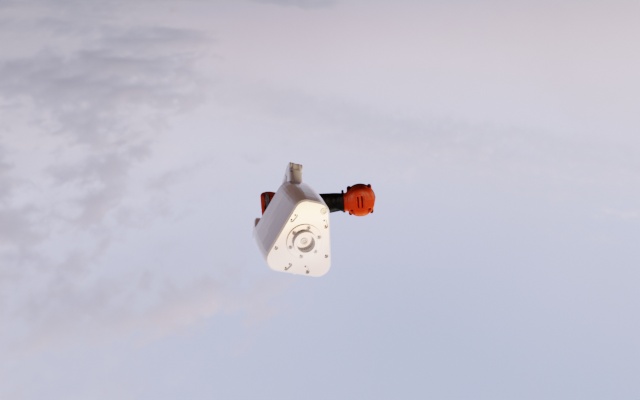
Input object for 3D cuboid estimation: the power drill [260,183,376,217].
[{"bbox_3d":[0.000,0.003,0.813,0.187,0.057,0.184,-7,1,4],"label":"power drill"}]
